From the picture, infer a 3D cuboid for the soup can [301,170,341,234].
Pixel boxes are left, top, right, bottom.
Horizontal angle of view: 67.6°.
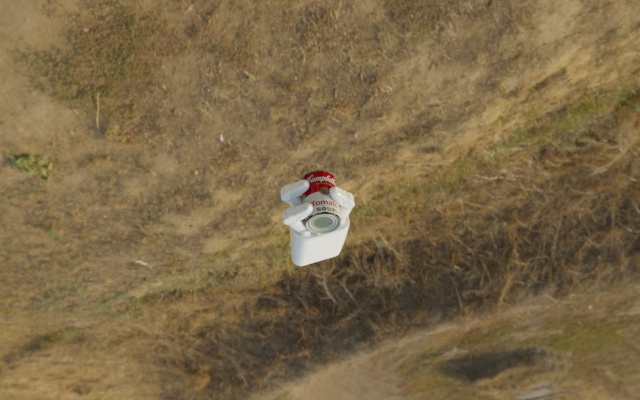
[{"bbox_3d":[0.000,0.003,0.893,0.068,0.102,0.069,-4,-37,-3],"label":"soup can"}]
